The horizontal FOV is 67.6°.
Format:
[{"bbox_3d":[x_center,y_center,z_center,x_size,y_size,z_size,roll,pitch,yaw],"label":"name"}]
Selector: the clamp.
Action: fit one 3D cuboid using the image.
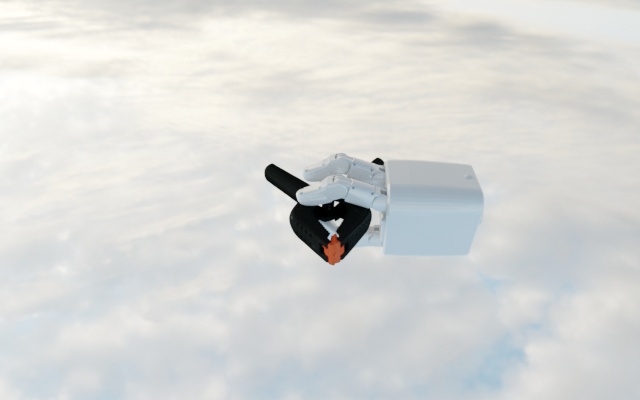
[{"bbox_3d":[0.000,0.003,0.579,0.164,0.036,0.209,-1,31,5],"label":"clamp"}]
